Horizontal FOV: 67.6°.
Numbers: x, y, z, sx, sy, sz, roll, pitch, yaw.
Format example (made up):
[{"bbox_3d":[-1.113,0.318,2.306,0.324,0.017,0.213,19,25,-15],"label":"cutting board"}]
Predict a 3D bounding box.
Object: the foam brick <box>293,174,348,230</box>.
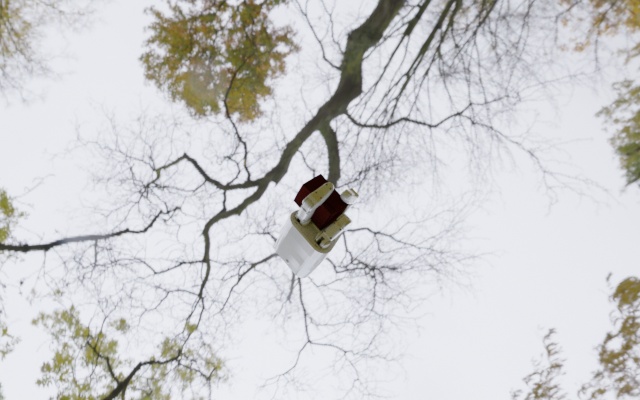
[{"bbox_3d":[0.000,0.003,0.856,0.053,0.078,0.051,-30,-18,-41],"label":"foam brick"}]
